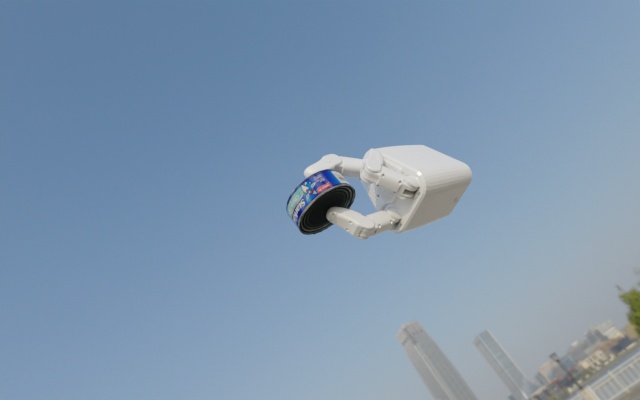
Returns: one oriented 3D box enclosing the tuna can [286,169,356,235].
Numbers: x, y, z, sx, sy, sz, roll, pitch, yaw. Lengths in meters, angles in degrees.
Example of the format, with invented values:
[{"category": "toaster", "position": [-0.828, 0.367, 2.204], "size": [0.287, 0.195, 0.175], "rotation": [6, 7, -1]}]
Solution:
[{"category": "tuna can", "position": [0.000, 0.002, 0.600], "size": [0.086, 0.086, 0.033], "rotation": [0, 43, -51]}]
